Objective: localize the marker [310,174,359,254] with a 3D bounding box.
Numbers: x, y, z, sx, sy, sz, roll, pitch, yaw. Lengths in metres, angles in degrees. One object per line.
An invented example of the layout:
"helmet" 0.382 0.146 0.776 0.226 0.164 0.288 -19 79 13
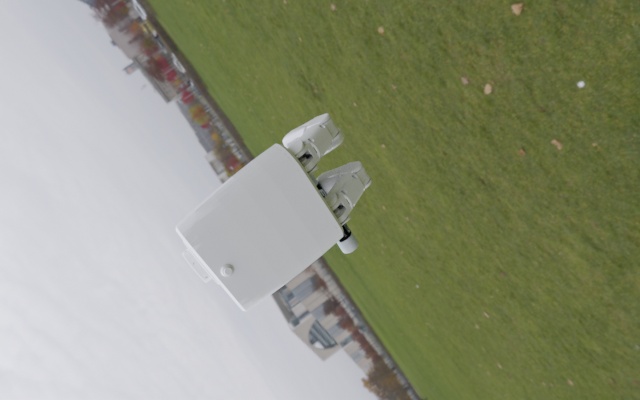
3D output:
"marker" 0.000 0.001 0.462 0.020 0.121 0.020 -28 23 13
